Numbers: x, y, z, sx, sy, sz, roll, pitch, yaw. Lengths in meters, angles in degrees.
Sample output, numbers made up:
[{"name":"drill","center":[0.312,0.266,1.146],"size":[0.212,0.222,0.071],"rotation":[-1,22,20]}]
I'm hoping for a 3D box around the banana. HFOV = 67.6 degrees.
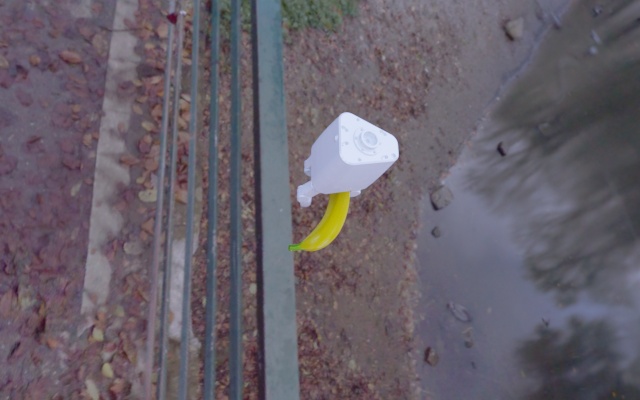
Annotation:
[{"name":"banana","center":[0.015,0.014,0.846],"size":[0.069,0.197,0.037],"rotation":[28,-25,-4]}]
